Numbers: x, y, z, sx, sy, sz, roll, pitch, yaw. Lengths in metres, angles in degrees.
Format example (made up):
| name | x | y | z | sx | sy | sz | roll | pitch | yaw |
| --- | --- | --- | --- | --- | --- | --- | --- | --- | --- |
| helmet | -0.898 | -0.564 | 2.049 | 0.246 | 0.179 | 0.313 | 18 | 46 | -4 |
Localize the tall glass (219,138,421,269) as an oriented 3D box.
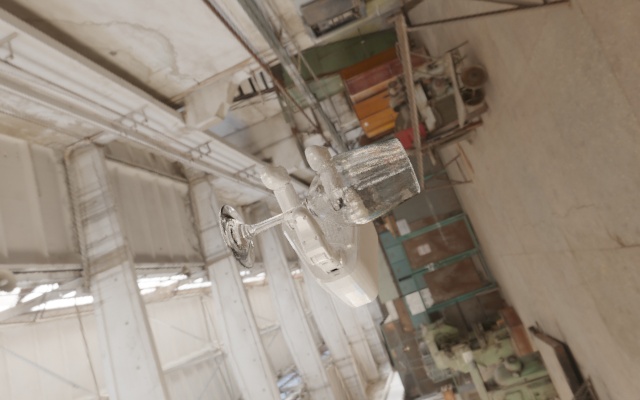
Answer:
| name | x | y | z | sx | sy | sz | roll | pitch | yaw |
| --- | --- | --- | --- | --- | --- | --- | --- | --- | --- |
| tall glass | -0.001 | 0.002 | 0.502 | 0.201 | 0.079 | 0.079 | -23 | -4 | 9 |
